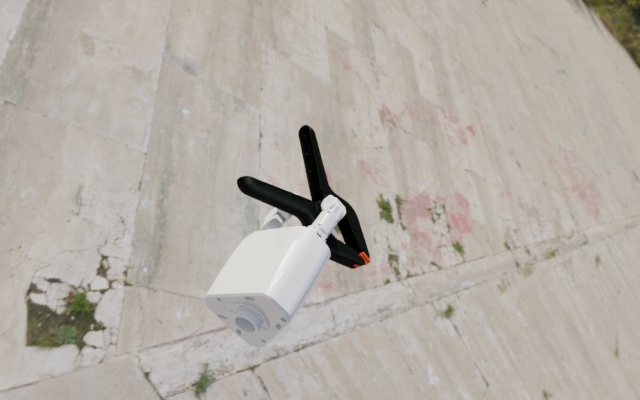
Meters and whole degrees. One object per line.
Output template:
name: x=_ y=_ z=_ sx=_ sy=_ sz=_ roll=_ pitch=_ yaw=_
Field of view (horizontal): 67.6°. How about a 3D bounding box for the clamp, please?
clamp: x=0.001 y=0.002 z=0.654 sx=0.036 sy=0.210 sz=0.164 roll=-28 pitch=21 yaw=45
